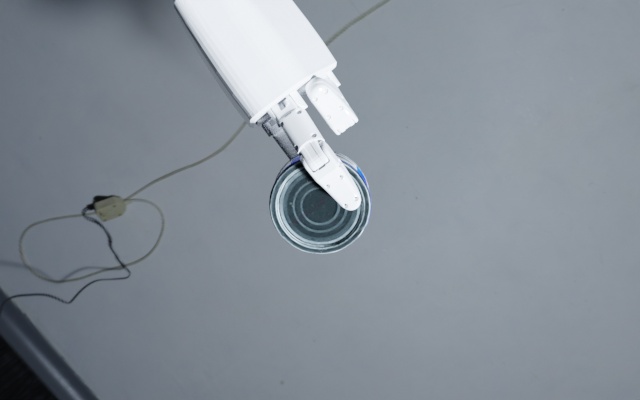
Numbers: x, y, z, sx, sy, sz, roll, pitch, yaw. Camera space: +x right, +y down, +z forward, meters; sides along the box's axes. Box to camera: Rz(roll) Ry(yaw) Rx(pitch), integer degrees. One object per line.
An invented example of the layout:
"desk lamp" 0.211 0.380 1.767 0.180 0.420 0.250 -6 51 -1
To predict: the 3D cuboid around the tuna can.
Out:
"tuna can" 0.000 0.002 0.405 0.086 0.086 0.033 0 15 1
